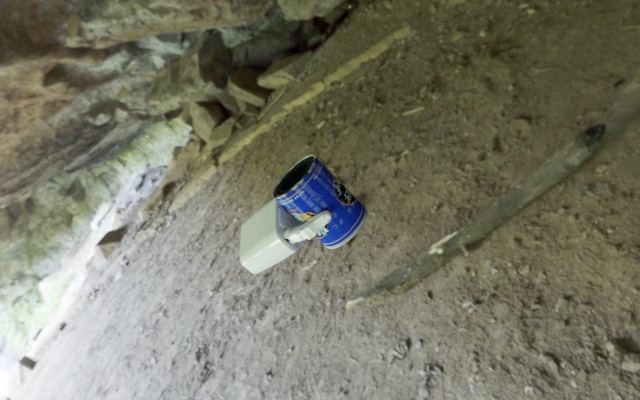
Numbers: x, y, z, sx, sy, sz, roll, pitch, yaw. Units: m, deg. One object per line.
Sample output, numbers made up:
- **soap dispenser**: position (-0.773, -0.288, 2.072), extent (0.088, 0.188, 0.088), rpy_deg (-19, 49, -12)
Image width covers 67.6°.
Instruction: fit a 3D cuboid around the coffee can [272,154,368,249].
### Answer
- **coffee can**: position (0.000, 0.003, 0.846), extent (0.140, 0.102, 0.103), rpy_deg (45, -19, -20)
